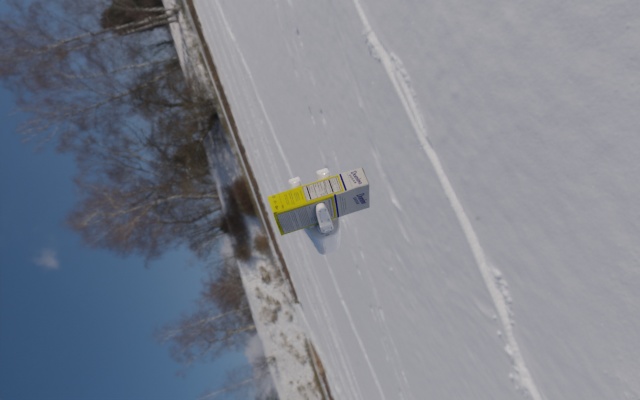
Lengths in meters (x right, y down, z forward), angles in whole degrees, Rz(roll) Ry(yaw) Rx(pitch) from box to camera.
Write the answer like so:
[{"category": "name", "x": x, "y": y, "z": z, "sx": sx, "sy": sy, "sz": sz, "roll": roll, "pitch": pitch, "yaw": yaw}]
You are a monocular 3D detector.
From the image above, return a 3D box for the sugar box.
[{"category": "sugar box", "x": 0.000, "y": 0.002, "z": 0.864, "sx": 0.176, "sy": 0.048, "sz": 0.093, "roll": -19, "pitch": -28, "yaw": -5}]
